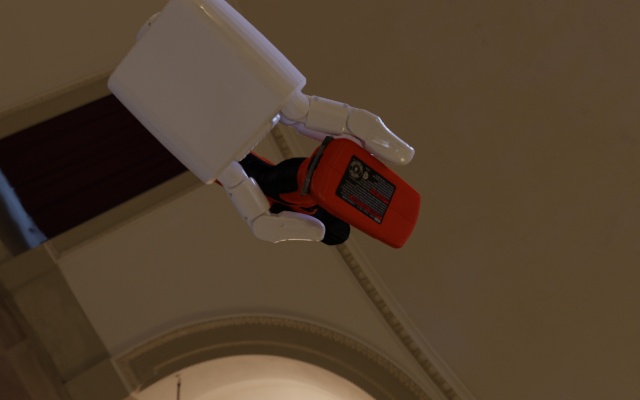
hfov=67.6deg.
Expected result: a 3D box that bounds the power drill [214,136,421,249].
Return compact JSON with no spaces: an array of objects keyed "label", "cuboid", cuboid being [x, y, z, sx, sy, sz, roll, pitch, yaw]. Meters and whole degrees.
[{"label":"power drill","cuboid":[0.000,0.001,0.450,0.184,0.057,0.187,31,-17,-31]}]
